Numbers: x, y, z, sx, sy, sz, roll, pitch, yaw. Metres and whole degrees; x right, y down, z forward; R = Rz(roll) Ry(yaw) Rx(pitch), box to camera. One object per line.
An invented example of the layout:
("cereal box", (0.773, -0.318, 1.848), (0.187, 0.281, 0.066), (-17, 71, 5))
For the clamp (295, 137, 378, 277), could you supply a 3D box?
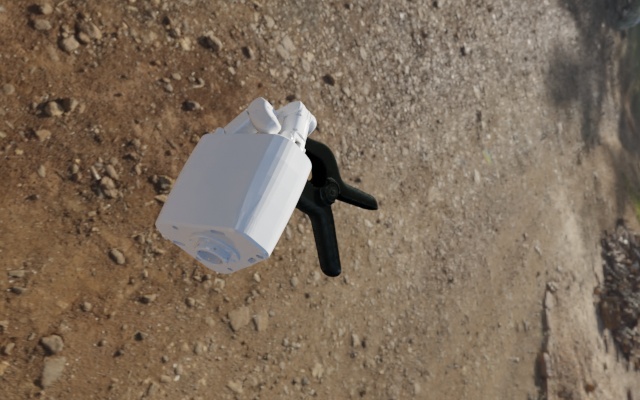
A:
("clamp", (0.000, 0.002, 0.532), (0.039, 0.120, 0.171), (-9, -42, 41))
